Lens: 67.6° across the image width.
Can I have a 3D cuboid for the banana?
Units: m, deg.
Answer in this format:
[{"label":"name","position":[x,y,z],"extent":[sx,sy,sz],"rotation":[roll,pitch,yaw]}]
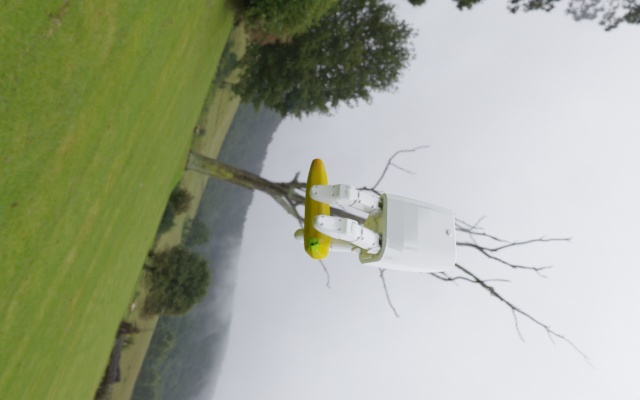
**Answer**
[{"label":"banana","position":[-0.003,0.019,0.671],"extent":[0.037,0.070,0.197],"rotation":[7,36,-7]}]
